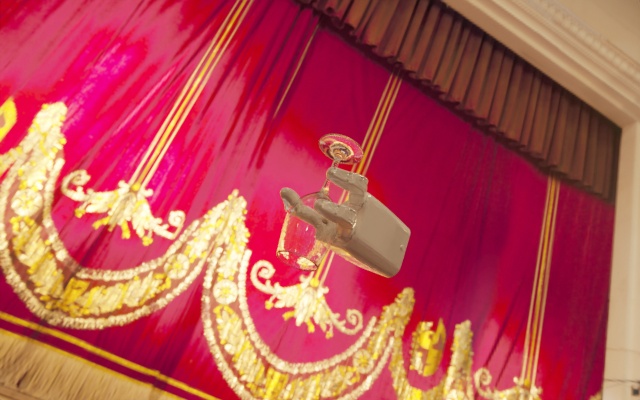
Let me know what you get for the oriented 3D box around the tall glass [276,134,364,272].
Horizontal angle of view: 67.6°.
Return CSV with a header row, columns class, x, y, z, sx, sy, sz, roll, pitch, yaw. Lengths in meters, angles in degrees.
class,x,y,z,sx,sy,sz,roll,pitch,yaw
tall glass,0.000,0.002,0.706,0.079,0.201,0.079,18,-26,9
